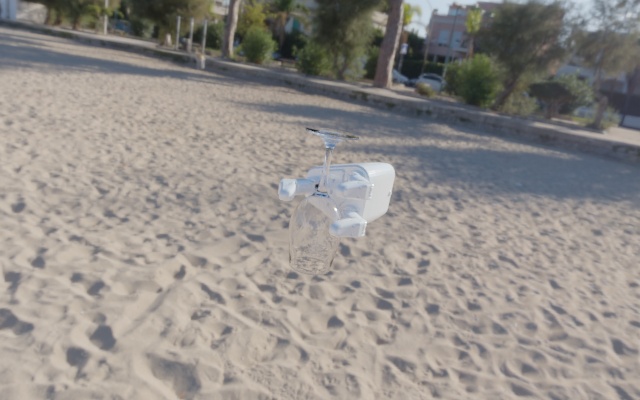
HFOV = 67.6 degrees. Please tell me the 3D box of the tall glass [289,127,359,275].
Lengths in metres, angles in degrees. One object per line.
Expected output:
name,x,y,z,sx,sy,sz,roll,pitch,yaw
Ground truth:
tall glass,0.000,0.002,0.676,0.079,0.201,0.079,9,15,-3
